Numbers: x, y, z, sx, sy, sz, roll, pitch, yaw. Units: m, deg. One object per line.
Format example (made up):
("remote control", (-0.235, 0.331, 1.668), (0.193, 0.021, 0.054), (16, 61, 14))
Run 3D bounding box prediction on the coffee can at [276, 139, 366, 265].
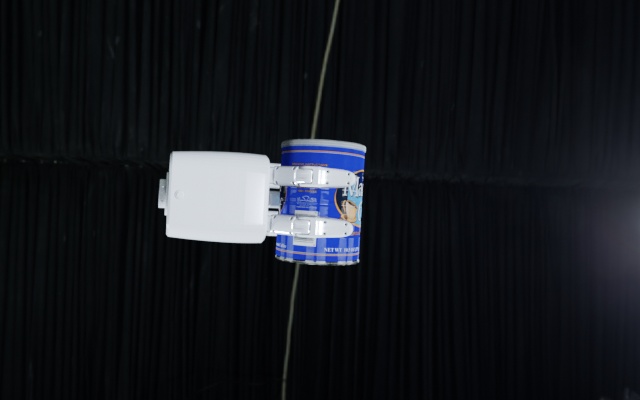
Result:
("coffee can", (0.000, 0.002, 0.581), (0.103, 0.140, 0.103), (3, 0, 0))
